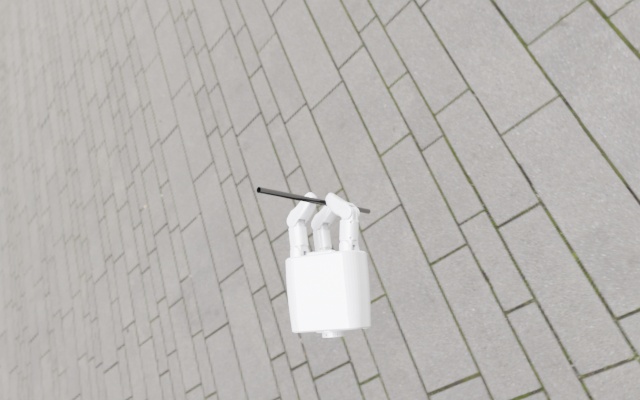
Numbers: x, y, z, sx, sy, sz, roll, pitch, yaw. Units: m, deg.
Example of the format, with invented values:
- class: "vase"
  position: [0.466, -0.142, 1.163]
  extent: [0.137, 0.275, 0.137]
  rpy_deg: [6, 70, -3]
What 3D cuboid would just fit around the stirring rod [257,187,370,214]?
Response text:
- class: "stirring rod"
  position: [0.000, 0.002, 0.698]
  extent: [0.011, 0.011, 0.239]
  rpy_deg: [0, -8, 41]
